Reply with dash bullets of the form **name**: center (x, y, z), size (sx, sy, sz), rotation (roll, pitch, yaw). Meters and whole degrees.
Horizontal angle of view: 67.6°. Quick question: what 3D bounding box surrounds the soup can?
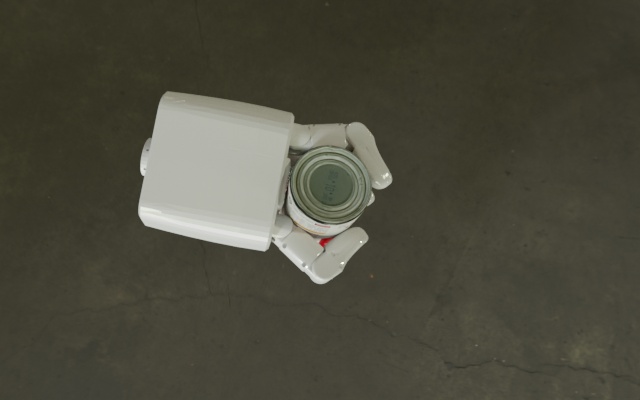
- **soup can**: center (0.001, 0.001, 0.419), size (0.068, 0.068, 0.102), rotation (0, -17, -10)
